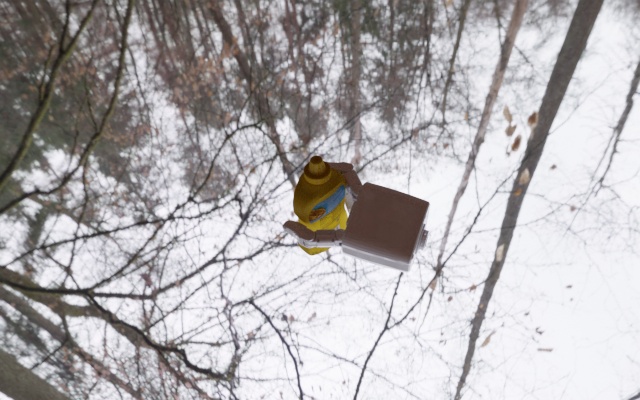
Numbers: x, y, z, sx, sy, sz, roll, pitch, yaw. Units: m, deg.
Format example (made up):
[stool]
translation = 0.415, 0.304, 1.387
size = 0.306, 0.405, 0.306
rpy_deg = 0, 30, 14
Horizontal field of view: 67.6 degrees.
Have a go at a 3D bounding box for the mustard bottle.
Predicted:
[mustard bottle]
translation = 0.000, 0.003, 0.758
size = 0.096, 0.192, 0.058
rpy_deg = -37, 57, -23
